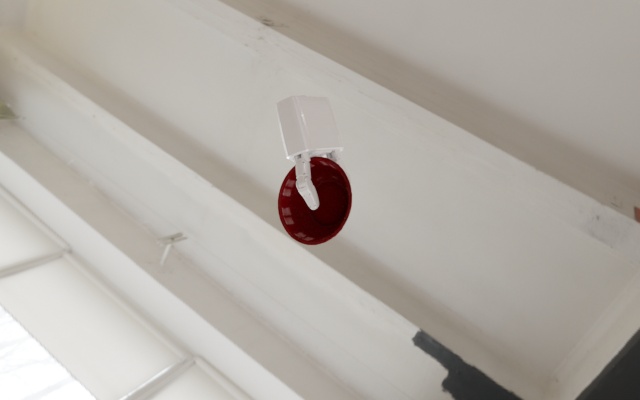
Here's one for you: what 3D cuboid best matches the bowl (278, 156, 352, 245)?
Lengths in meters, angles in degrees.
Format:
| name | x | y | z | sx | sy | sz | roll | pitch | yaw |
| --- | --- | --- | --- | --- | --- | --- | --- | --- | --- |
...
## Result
| name | x | y | z | sx | sy | sz | roll | pitch | yaw |
| --- | --- | --- | --- | --- | --- | --- | --- | --- | --- |
| bowl | 0.000 | 0.004 | 0.885 | 0.162 | 0.162 | 0.055 | 0 | -6 | 33 |
